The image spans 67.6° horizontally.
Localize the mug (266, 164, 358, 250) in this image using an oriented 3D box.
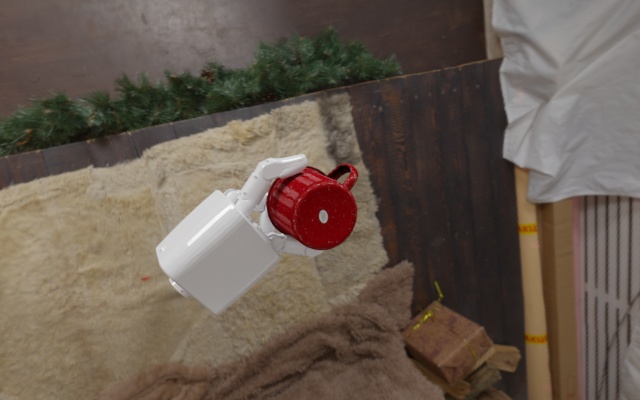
[{"bbox_3d":[0.001,0.001,0.566,0.117,0.093,0.081,-44,24,-9],"label":"mug"}]
